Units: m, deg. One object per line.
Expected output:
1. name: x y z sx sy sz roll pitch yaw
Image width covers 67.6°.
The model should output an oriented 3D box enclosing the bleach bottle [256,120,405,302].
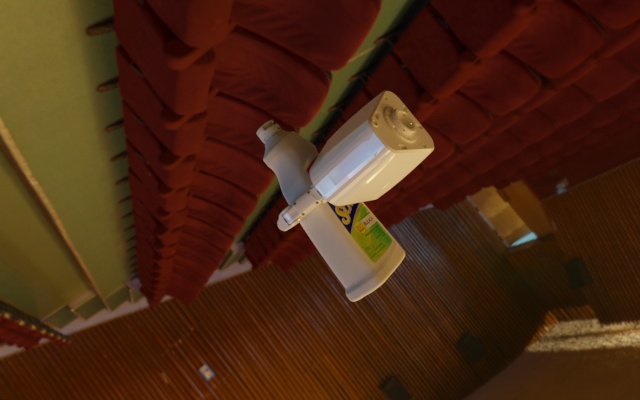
1. bleach bottle: 0.000 0.002 0.622 0.068 0.251 0.102 -41 -4 38
